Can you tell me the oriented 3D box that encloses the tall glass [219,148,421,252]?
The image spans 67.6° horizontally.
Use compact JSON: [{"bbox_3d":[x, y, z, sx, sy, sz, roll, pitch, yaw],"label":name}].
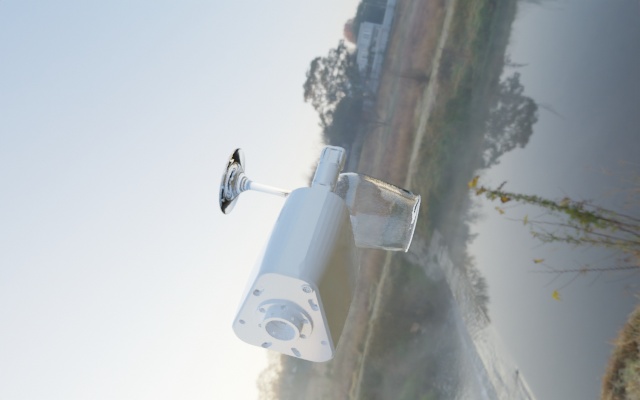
[{"bbox_3d":[-0.001,0.001,0.507,0.201,0.079,0.079,13,1,6],"label":"tall glass"}]
